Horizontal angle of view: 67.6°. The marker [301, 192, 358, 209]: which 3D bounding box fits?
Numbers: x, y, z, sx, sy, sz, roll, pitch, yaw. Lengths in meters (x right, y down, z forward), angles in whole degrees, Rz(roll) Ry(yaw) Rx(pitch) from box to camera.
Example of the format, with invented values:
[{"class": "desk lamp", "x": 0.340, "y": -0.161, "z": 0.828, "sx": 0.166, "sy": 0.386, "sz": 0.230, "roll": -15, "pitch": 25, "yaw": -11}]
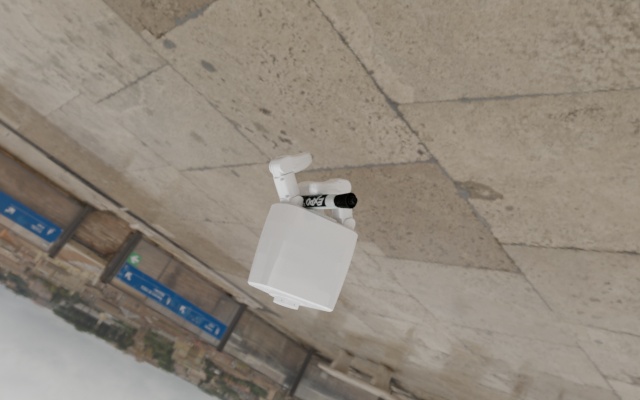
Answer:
[{"class": "marker", "x": 0.000, "y": 0.002, "z": 0.583, "sx": 0.020, "sy": 0.020, "sz": 0.121, "roll": 0, "pitch": -2, "yaw": -40}]
